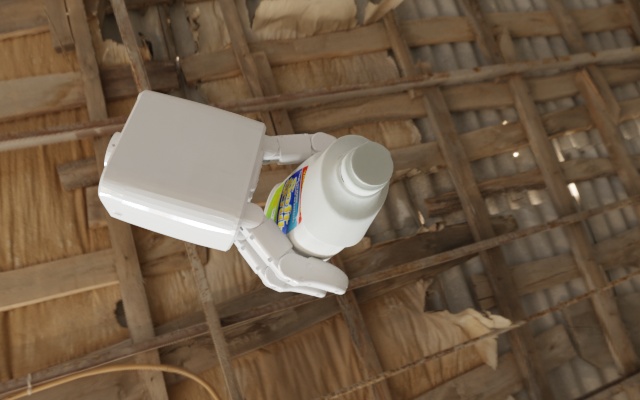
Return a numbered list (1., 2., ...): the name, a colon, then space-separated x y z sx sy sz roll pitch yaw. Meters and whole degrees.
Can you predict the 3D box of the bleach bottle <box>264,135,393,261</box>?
1. bleach bottle: 0.000 0.001 0.409 0.068 0.102 0.251 17 -19 -11
